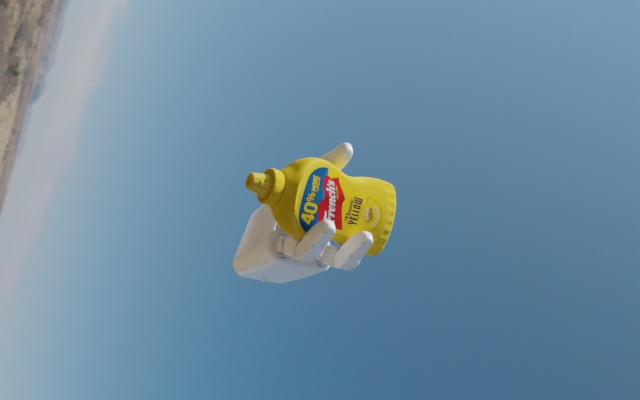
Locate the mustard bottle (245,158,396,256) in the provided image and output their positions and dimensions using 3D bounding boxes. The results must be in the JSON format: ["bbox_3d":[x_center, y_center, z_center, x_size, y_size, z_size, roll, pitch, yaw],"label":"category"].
[{"bbox_3d":[0.000,0.002,0.563,0.192,0.096,0.058,17,-3,-32],"label":"mustard bottle"}]
